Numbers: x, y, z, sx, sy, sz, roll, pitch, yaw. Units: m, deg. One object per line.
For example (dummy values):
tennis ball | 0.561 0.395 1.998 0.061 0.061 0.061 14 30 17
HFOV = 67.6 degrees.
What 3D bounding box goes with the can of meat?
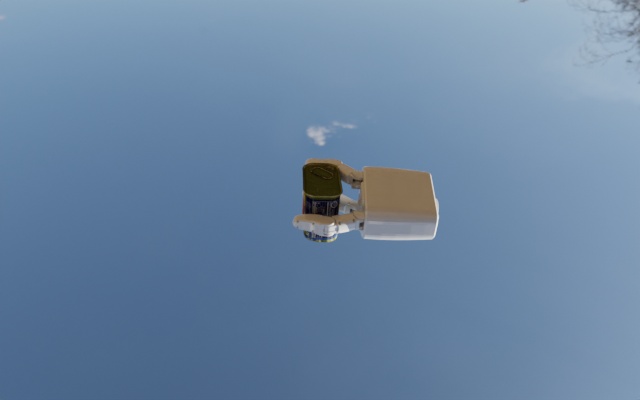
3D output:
can of meat | 0.000 0.003 0.731 0.057 0.084 0.102 1 32 -4
